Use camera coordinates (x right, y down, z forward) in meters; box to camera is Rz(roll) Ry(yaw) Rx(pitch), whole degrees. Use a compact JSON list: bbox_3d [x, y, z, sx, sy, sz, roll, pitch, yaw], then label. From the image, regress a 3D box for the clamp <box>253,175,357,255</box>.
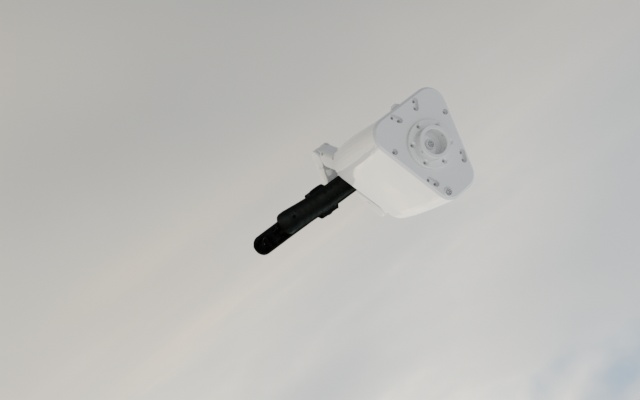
[{"bbox_3d":[0.001,0.002,0.554,0.171,0.039,0.120,-38,4,-19],"label":"clamp"}]
